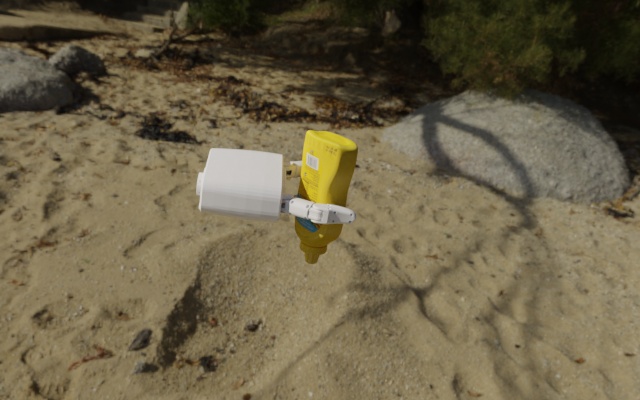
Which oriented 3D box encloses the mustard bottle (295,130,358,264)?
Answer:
[{"bbox_3d":[0.000,0.002,0.685,0.058,0.192,0.096,-2,22,-33],"label":"mustard bottle"}]
